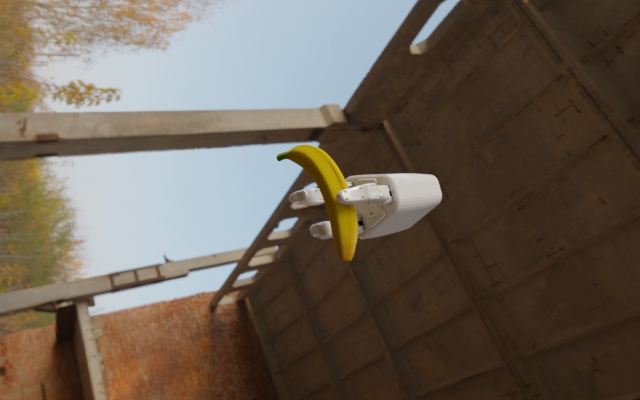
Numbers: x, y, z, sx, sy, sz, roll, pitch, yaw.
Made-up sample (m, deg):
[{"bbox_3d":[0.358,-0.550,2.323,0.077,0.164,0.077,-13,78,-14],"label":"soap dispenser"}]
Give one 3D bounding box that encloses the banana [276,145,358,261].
[{"bbox_3d":[0.008,-0.013,0.657,0.037,0.197,0.070,-3,-39,-44],"label":"banana"}]
